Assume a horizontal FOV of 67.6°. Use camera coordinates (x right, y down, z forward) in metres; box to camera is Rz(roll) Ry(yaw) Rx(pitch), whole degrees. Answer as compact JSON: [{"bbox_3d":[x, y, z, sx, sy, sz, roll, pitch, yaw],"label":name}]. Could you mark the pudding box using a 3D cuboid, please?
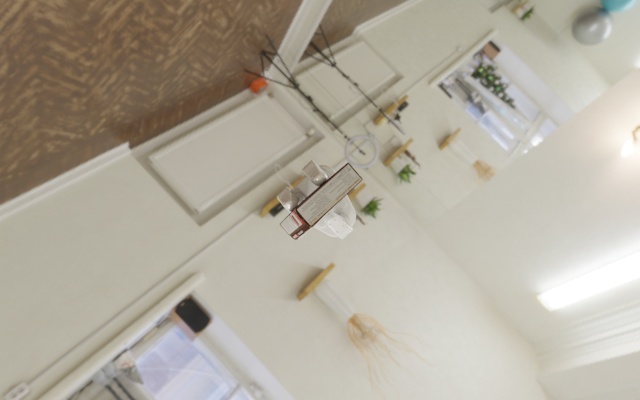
[{"bbox_3d":[0.000,0.002,0.695,0.113,0.039,0.090,-44,0,-24],"label":"pudding box"}]
